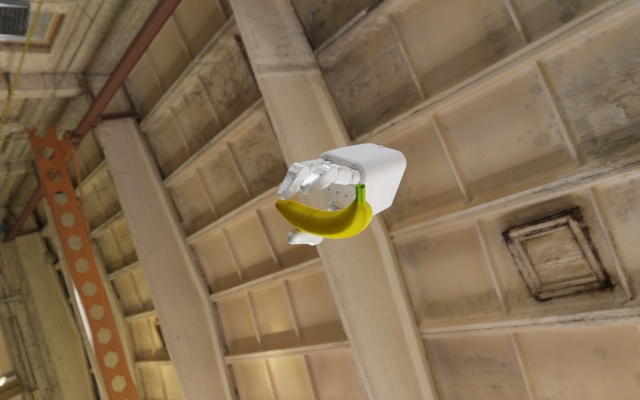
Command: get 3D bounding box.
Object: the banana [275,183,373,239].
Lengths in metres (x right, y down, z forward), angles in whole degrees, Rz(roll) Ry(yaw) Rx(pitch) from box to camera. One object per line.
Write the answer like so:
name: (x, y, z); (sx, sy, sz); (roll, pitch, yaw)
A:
banana: (0.008, 0.019, 0.643); (0.037, 0.069, 0.198); (-23, 8, -38)
